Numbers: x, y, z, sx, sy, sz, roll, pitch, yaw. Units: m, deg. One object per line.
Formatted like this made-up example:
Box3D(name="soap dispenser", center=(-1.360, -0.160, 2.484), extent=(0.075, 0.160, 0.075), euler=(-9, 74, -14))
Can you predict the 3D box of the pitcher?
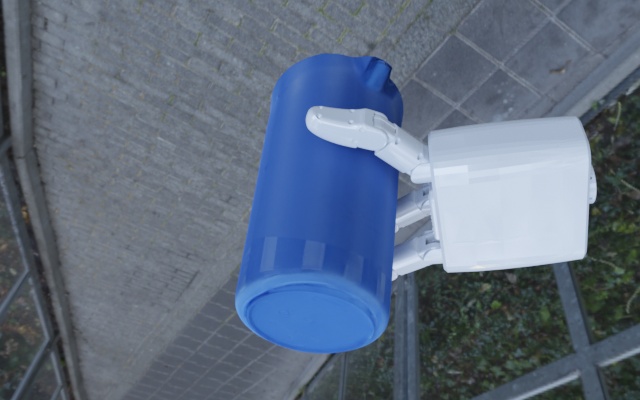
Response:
Box3D(name="pitcher", center=(0.000, 0.001, 0.412), extent=(0.145, 0.242, 0.149), euler=(-5, -43, 14))
